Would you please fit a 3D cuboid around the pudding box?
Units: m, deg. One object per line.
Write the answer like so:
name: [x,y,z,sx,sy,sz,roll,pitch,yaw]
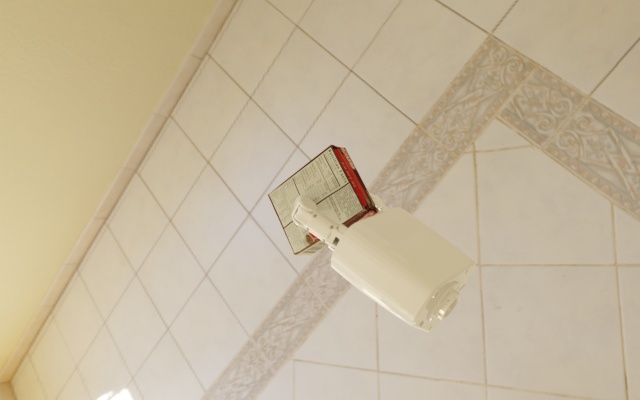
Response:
pudding box: [0.000,0.002,0.567,0.113,0.090,0.039,-35,-21,25]
